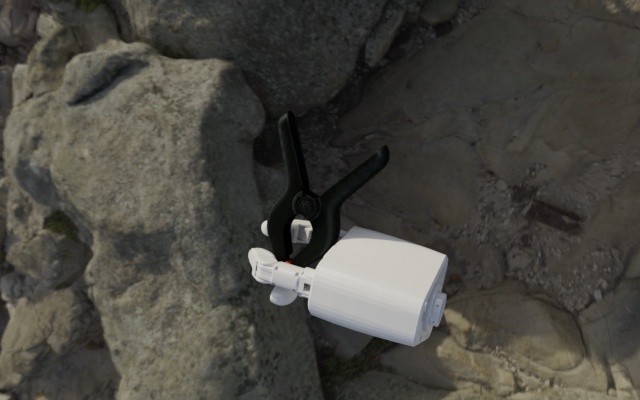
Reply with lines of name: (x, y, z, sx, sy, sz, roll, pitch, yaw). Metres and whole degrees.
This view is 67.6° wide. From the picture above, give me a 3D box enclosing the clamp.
clamp: (0.000, 0.002, 0.491, 0.120, 0.171, 0.039, 15, 12, 22)
